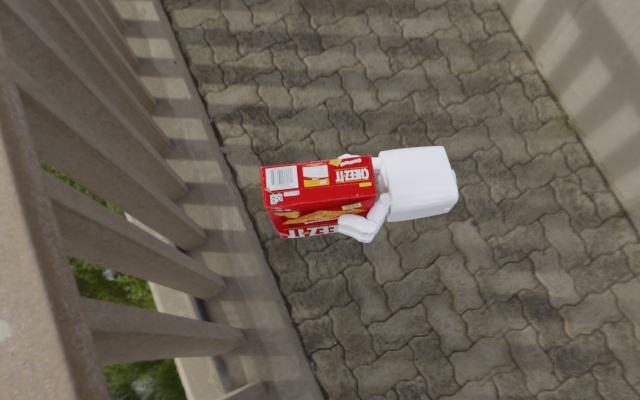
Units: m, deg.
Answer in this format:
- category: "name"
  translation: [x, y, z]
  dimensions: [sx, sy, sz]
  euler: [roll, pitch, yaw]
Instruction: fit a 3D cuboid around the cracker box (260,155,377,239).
- category: "cracker box"
  translation: [0.000, 0.002, 0.777]
  dimensions: [0.164, 0.072, 0.214]
  euler: [-7, -17, 0]
